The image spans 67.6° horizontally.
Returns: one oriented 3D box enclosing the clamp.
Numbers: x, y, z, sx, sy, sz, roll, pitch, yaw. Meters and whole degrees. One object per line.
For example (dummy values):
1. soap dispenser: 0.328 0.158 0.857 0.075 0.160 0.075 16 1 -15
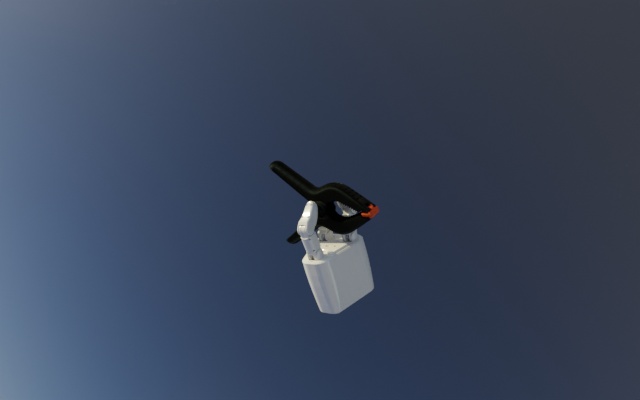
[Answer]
1. clamp: 0.000 0.003 0.828 0.210 0.165 0.036 -2 23 38
